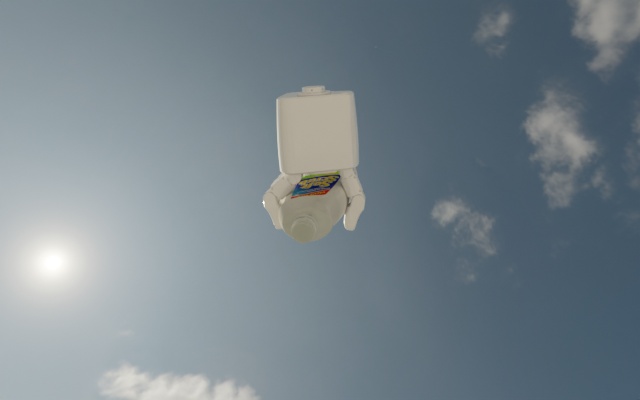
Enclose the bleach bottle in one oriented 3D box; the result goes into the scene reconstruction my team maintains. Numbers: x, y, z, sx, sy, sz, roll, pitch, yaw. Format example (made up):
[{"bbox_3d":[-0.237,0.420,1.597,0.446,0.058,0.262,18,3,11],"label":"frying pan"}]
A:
[{"bbox_3d":[0.000,0.002,0.710,0.102,0.068,0.250,-1,18,7],"label":"bleach bottle"}]
